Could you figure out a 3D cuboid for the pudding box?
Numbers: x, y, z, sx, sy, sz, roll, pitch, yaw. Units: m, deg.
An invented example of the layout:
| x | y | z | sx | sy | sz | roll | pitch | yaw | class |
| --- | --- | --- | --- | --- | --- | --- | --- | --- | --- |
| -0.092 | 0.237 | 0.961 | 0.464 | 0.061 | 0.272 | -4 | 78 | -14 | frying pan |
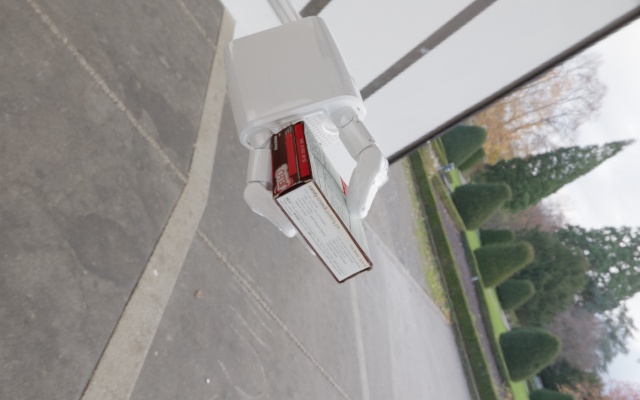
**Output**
| x | y | z | sx | sy | sz | roll | pitch | yaw | class |
| --- | --- | --- | --- | --- | --- | --- | --- | --- | --- |
| 0.000 | 0.001 | 0.404 | 0.039 | 0.113 | 0.090 | -27 | 36 | 14 | pudding box |
